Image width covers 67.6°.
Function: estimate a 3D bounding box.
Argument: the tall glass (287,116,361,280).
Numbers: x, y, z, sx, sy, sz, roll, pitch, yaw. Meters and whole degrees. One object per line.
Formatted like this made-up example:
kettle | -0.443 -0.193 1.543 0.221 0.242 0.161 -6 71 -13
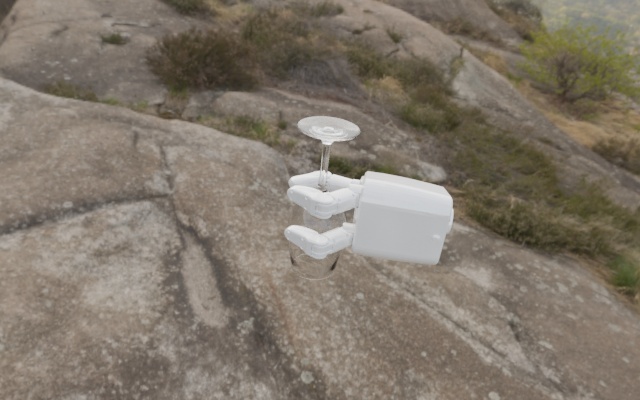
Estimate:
tall glass | 0.000 0.001 0.601 0.079 0.201 0.079 5 29 -3
